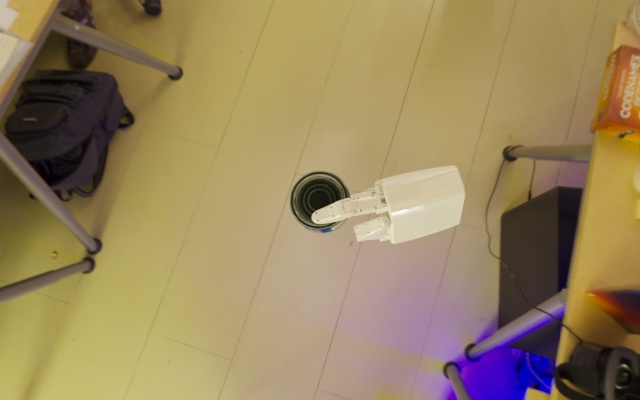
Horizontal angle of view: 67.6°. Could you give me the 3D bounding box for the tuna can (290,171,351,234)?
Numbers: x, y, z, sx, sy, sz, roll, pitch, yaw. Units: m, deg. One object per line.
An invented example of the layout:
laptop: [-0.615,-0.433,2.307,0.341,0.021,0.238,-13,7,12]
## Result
tuna can: [0.000,0.002,0.672,0.086,0.086,0.034,0,-10,7]
